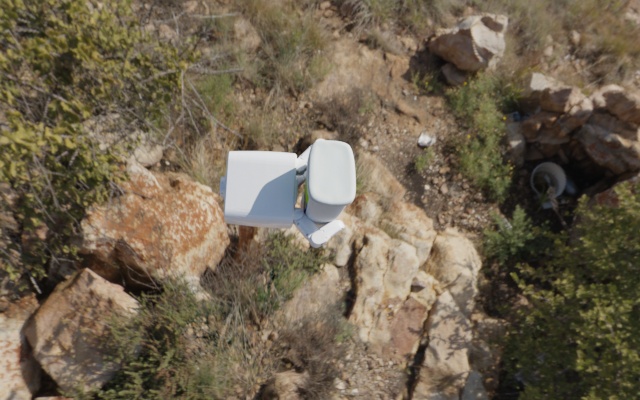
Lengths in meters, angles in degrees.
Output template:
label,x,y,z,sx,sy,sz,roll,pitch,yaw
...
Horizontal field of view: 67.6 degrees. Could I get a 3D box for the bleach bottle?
label,x,y,z,sx,sy,sz,roll,pitch,yaw
bleach bottle,0.000,0.002,0.771,0.068,0.102,0.251,3,-21,-7
